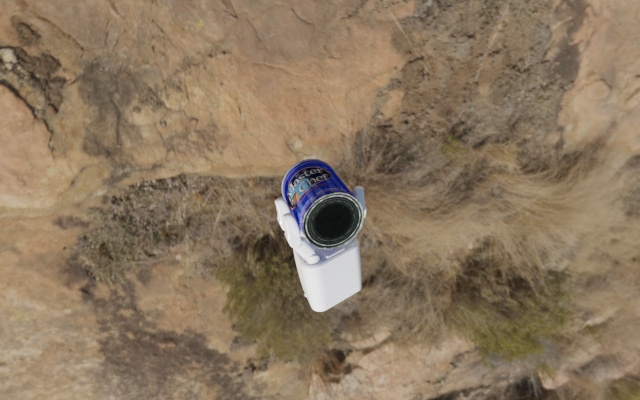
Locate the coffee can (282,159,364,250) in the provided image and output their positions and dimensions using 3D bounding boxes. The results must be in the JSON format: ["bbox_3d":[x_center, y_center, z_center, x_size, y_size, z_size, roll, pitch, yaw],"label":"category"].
[{"bbox_3d":[0.000,0.002,0.803,0.103,0.103,0.140,0,26,-20],"label":"coffee can"}]
